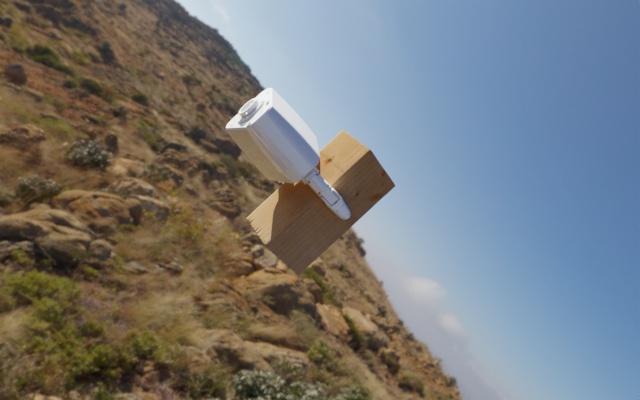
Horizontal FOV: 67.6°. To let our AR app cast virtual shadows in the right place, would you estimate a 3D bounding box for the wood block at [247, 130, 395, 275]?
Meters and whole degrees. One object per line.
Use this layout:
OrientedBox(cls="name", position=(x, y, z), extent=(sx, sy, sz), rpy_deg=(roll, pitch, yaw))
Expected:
OrientedBox(cls="wood block", position=(0.000, 0.002, 0.743), extent=(0.090, 0.206, 0.090), rpy_deg=(48, -1, -40))
